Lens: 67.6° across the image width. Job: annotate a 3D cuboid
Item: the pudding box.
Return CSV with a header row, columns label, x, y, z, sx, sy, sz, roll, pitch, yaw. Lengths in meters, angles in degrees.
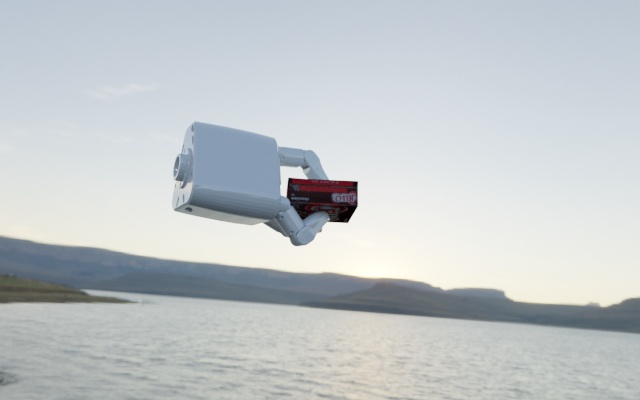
label,x,y,z,sx,sy,sz,roll,pitch,yaw
pudding box,0.000,0.002,0.639,0.090,0.039,0.113,4,-12,-2
